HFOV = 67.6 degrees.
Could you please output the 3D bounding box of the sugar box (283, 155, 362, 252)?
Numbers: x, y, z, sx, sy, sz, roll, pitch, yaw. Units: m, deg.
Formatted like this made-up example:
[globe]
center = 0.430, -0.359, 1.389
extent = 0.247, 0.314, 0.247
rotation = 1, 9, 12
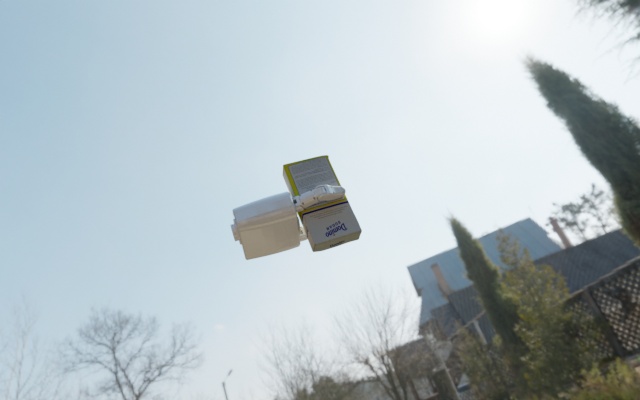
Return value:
[sugar box]
center = 0.000, 0.003, 0.886
extent = 0.093, 0.176, 0.048
rotation = -15, -25, -14
